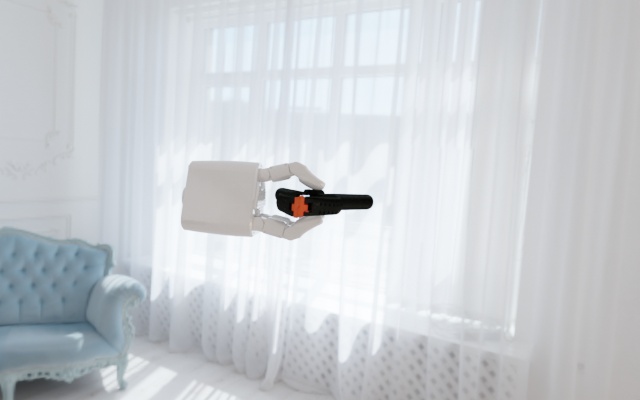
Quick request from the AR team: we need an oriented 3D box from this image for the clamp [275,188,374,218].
[{"bbox_3d":[0.000,0.002,0.707,0.164,0.036,0.210,3,4,3],"label":"clamp"}]
